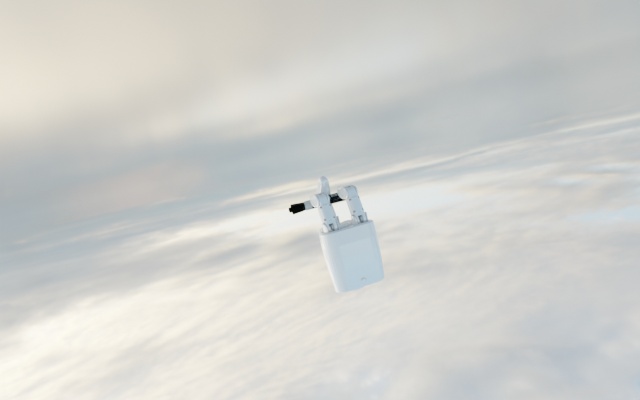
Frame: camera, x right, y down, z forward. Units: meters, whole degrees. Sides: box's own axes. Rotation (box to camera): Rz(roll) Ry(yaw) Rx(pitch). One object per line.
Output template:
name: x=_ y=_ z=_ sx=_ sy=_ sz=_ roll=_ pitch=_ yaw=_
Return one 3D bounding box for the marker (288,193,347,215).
marker: x=0.000 y=0.003 z=0.871 sx=0.121 sy=0.020 sz=0.020 roll=-15 pitch=4 yaw=-16
